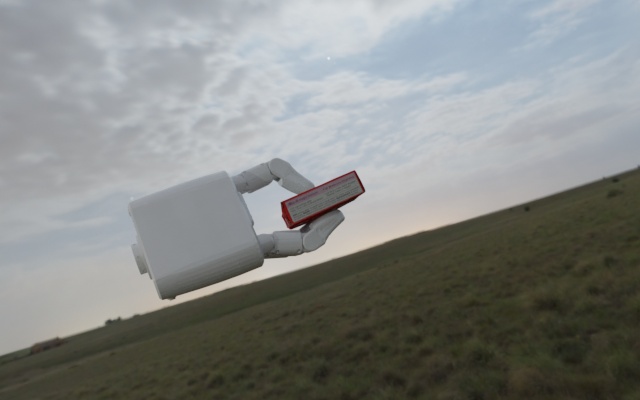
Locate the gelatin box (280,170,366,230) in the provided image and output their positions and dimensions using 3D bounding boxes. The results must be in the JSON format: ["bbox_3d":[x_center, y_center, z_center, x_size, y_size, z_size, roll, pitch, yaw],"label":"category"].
[{"bbox_3d":[0.000,0.001,0.531,0.089,0.030,0.073,-25,-4,-7],"label":"gelatin box"}]
